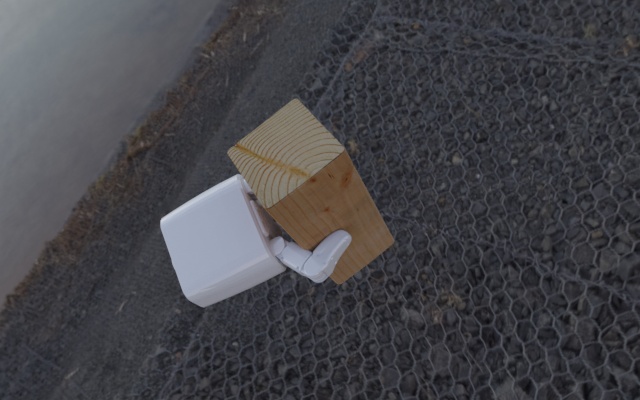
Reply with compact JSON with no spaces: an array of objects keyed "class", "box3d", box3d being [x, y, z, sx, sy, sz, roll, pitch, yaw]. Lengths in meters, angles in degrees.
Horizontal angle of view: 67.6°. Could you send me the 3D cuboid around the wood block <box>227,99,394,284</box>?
[{"class":"wood block","box3d":[0.000,0.002,0.523,0.090,0.090,0.206,-38,-35,-1]}]
